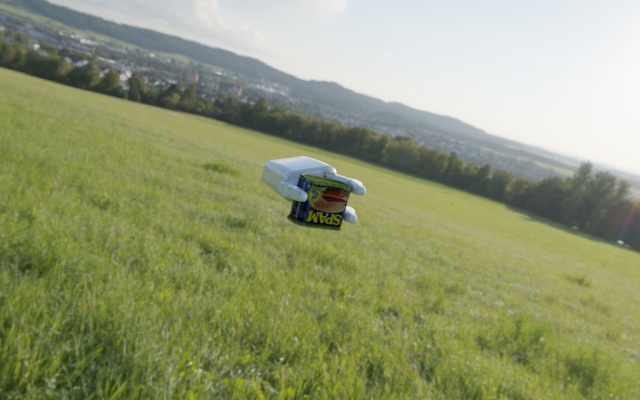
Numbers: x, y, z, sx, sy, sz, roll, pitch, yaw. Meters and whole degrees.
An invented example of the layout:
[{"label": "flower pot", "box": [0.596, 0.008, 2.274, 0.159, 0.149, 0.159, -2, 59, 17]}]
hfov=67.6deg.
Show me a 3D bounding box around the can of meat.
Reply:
[{"label": "can of meat", "box": [0.000, 0.002, 0.853, 0.102, 0.084, 0.057, 9, 12, -31]}]
